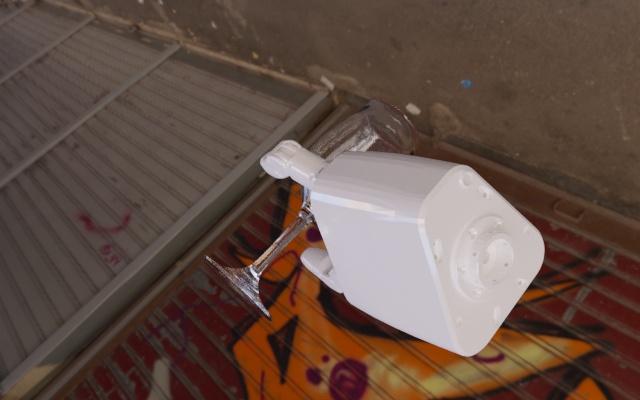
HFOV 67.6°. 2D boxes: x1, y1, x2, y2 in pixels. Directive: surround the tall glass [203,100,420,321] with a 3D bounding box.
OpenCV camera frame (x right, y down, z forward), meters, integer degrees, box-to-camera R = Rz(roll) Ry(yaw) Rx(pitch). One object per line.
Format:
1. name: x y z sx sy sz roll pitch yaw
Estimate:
1. tall glass: -0.001 0.002 0.406 0.201 0.079 0.079 -47 18 -18
